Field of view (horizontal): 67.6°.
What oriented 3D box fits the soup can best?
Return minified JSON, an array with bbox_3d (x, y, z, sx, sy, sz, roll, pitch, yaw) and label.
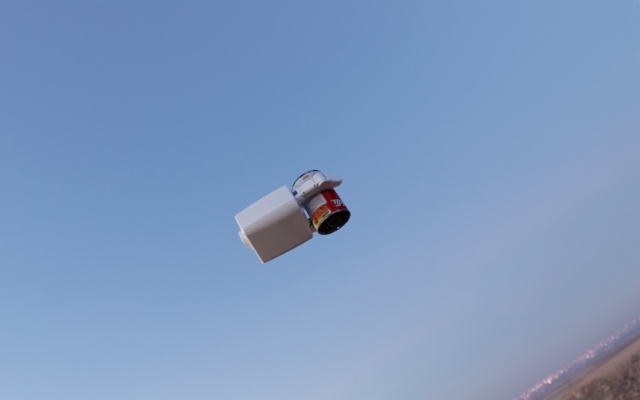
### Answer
[{"bbox_3d":[0.000,0.002,0.865,0.068,0.102,0.069,-25,-30,-16],"label":"soup can"}]
